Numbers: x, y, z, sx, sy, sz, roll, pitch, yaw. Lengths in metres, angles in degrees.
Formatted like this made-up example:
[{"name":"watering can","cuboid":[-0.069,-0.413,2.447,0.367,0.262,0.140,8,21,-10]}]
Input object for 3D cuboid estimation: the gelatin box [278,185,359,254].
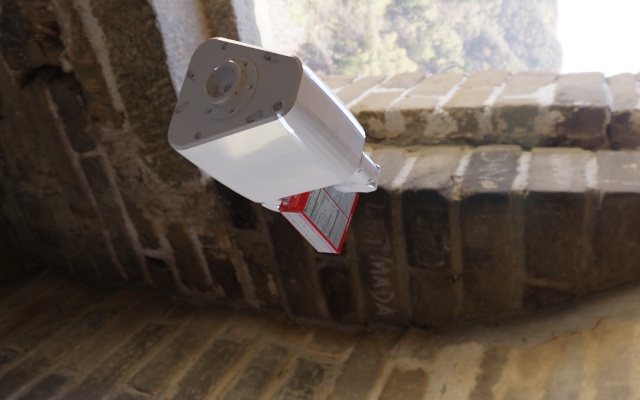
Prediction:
[{"name":"gelatin box","cuboid":[0.001,0.002,0.483,0.030,0.073,0.089,2,-31,33]}]
